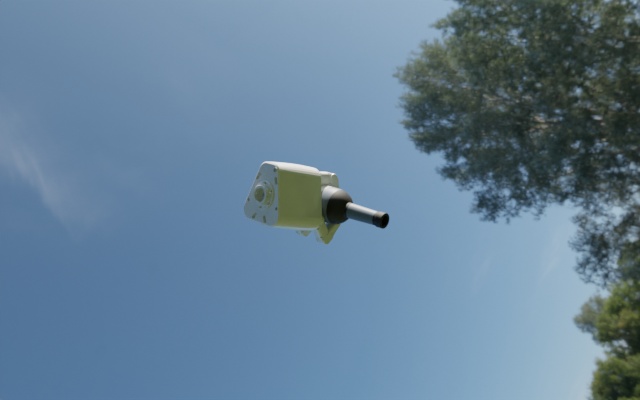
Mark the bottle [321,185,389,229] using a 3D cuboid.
[{"bbox_3d":[0.000,0.003,0.898,0.295,0.069,0.069,16,11,40],"label":"bottle"}]
